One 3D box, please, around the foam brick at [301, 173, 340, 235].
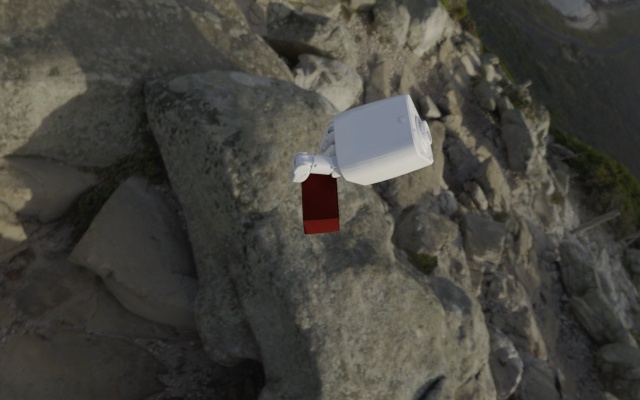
[{"bbox_3d":[0.000,0.003,0.677,0.051,0.078,0.053,-3,-24,0],"label":"foam brick"}]
